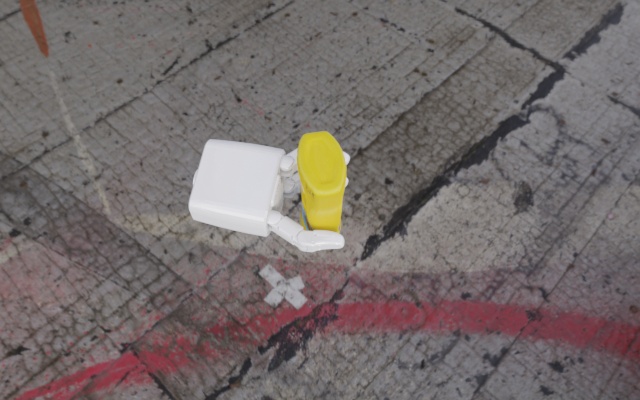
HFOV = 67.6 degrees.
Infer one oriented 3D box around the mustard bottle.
[{"bbox_3d":[0.000,0.002,0.643,0.058,0.096,0.192,-10,-31,-7],"label":"mustard bottle"}]
